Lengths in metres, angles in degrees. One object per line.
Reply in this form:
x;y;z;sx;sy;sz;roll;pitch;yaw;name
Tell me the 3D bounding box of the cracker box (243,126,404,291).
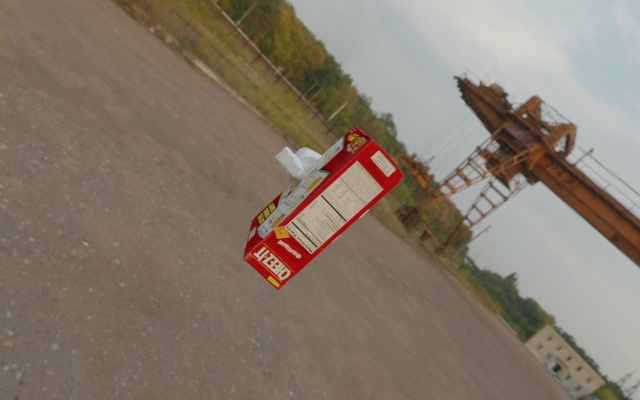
0.000;0.002;0.645;0.214;0.072;0.164;-43;13;7;cracker box
